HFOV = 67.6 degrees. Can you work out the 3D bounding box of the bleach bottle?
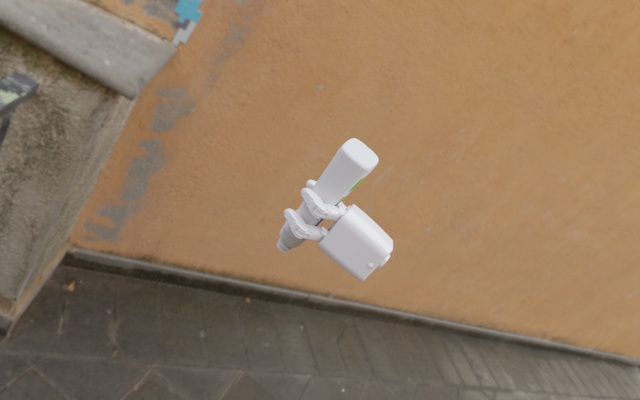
[{"bbox_3d":[0.000,0.003,0.889,0.068,0.251,0.102,41,26,3],"label":"bleach bottle"}]
